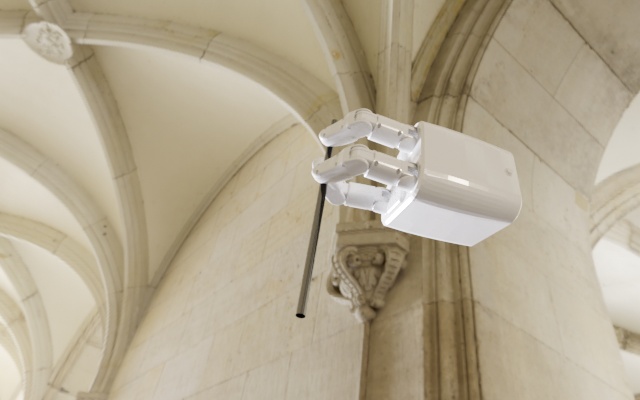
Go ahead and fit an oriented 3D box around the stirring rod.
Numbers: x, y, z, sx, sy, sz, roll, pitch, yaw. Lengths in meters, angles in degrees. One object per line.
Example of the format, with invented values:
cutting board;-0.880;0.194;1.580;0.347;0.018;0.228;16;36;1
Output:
stirring rod;0.000;0.002;0.453;0.011;0.239;0.011;6;-41;5
